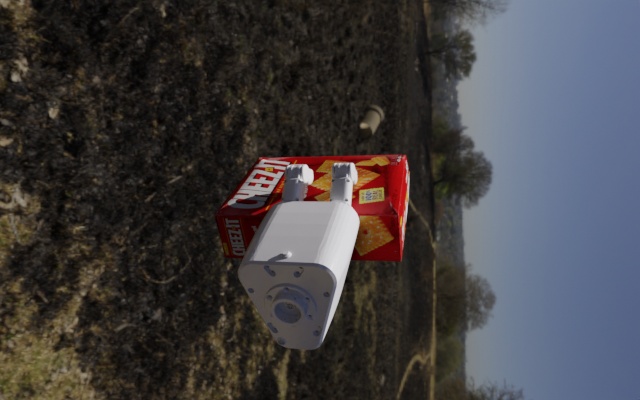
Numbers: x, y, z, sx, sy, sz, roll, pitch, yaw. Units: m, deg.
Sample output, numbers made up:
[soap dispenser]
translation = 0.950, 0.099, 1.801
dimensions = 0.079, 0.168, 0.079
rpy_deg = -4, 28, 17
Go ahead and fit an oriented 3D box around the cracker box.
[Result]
[cracker box]
translation = 0.000, 0.002, 0.602
dimensions = 0.213, 0.072, 0.164
rpy_deg = 0, 29, 14
